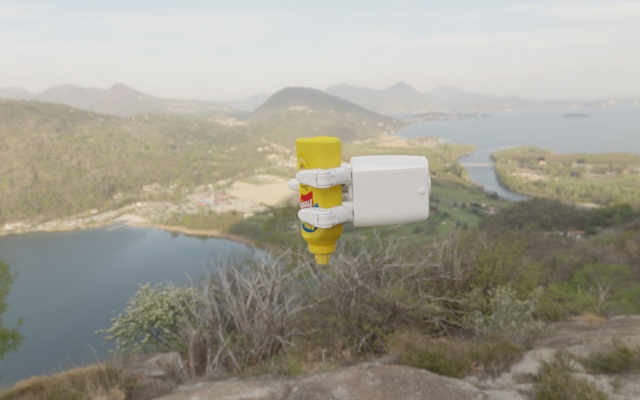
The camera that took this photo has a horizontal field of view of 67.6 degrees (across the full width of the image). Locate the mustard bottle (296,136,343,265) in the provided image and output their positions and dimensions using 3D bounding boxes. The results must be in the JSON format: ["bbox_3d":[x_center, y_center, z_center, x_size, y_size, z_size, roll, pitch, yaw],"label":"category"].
[{"bbox_3d":[0.000,0.002,0.715,0.058,0.192,0.096,-8,12,-24],"label":"mustard bottle"}]
